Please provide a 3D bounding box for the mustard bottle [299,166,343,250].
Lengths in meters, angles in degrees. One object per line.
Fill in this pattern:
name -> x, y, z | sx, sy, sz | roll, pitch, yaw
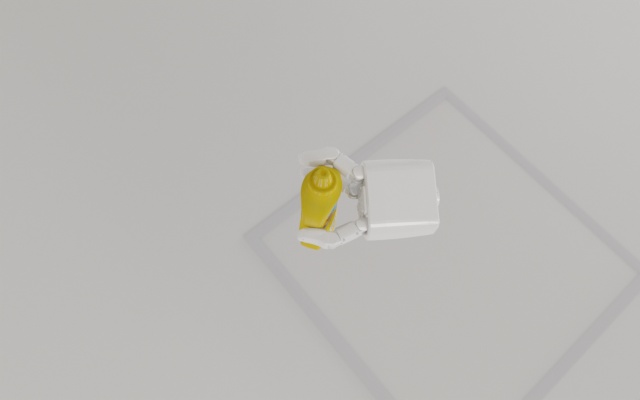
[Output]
mustard bottle -> 0.000, 0.002, 0.724 | 0.058, 0.096, 0.192 | 19, -23, 5
